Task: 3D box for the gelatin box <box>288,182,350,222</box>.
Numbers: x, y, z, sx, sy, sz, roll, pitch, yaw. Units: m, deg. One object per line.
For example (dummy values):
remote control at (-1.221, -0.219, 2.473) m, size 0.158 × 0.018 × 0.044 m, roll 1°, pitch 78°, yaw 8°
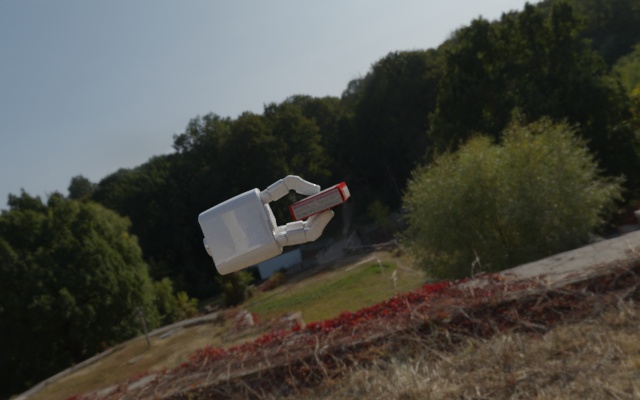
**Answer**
gelatin box at (0.000, 0.002, 0.774) m, size 0.089 × 0.030 × 0.073 m, roll -23°, pitch 2°, yaw 12°
